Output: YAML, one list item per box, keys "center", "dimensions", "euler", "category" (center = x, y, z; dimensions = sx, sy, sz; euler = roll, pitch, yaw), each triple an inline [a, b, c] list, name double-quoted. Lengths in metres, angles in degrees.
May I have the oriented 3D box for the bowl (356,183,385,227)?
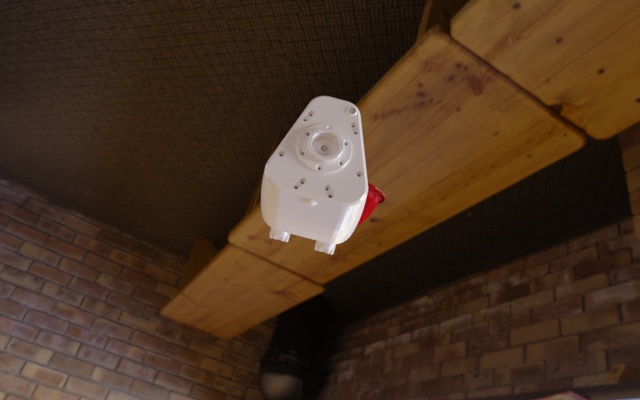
- center: [0.000, 0.003, 0.628]
  dimensions: [0.162, 0.055, 0.162]
  euler: [15, -11, 3]
  category: "bowl"
